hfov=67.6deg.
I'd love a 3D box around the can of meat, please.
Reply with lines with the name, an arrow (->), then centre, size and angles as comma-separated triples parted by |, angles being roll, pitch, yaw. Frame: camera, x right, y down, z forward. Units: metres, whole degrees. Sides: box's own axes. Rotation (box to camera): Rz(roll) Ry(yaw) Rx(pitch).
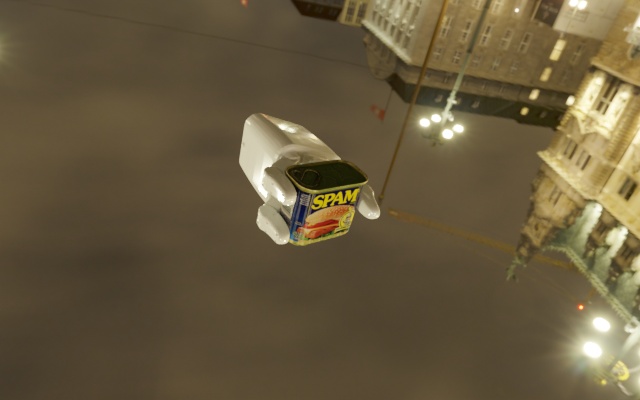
can of meat -> 0.000, 0.002, 0.594 | 0.102, 0.084, 0.057 | -11, 40, -36
